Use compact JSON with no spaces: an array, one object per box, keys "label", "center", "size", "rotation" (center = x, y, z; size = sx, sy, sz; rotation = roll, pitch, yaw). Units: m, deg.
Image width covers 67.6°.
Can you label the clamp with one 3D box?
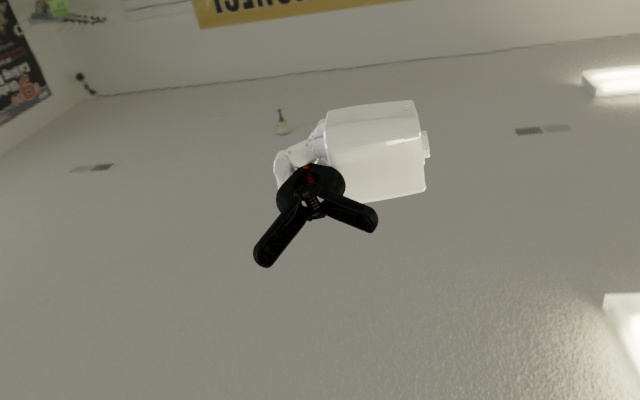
[{"label":"clamp","center":[0.000,0.002,0.497],"size":[0.120,0.039,0.171],"rotation":[-10,31,11]}]
